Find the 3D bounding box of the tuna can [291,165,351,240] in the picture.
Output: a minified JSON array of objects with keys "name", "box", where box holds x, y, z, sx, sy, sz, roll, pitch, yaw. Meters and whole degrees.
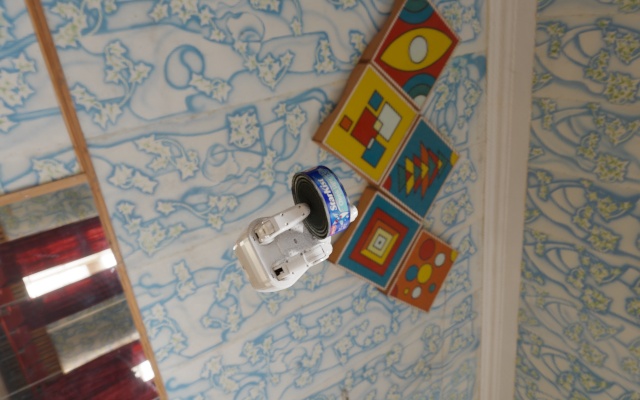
[{"name":"tuna can","box":[0.001,0.002,0.574,0.033,0.086,0.086,-22,9,-24]}]
